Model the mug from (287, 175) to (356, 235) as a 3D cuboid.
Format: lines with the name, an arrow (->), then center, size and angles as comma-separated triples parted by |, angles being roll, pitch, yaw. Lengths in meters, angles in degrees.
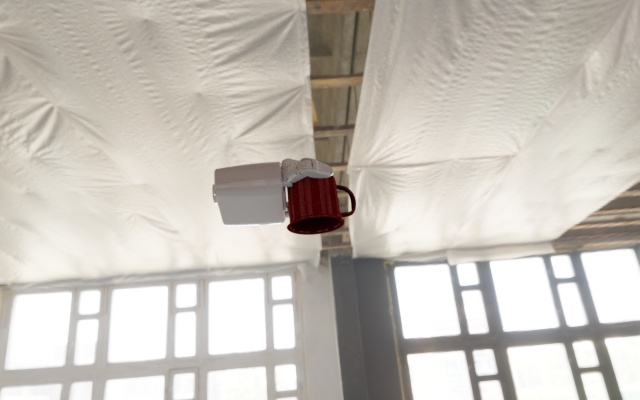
mug -> 0.002, 0.002, 0.777 | 0.117, 0.081, 0.093 | -4, -21, -5
